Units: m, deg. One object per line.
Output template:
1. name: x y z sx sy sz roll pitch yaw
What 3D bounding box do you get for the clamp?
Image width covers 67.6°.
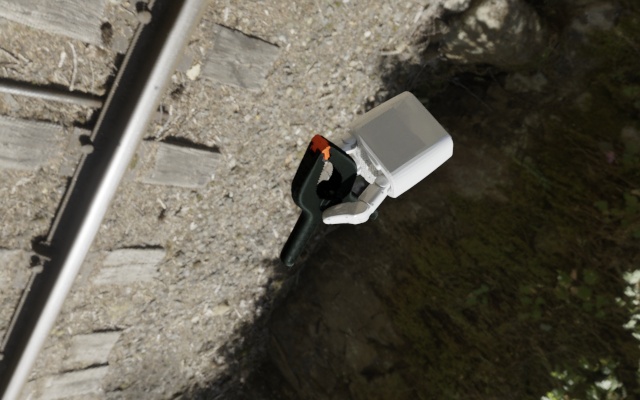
1. clamp: 0.001 0.002 0.635 0.164 0.036 0.210 -33 -35 -11
